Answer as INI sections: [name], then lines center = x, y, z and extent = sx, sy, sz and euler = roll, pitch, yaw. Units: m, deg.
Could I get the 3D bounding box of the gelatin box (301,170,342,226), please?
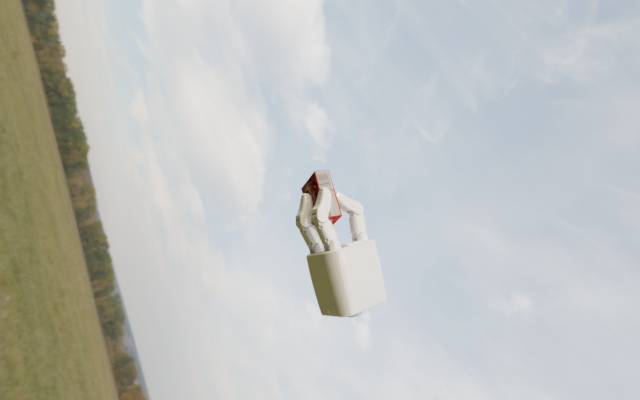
[gelatin box]
center = 0.000, 0.002, 0.814
extent = 0.030, 0.089, 0.073
euler = -8, -19, -24
